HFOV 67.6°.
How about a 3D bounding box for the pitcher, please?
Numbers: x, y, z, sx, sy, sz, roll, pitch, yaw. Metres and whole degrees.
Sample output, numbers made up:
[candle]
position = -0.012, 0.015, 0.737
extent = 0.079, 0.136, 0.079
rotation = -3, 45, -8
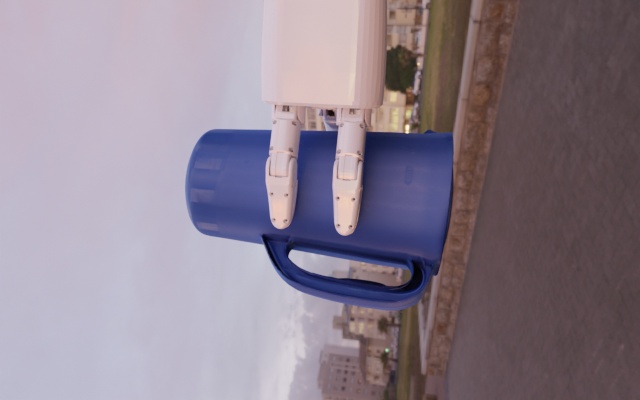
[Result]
[pitcher]
position = 0.000, 0.001, 0.455
extent = 0.243, 0.145, 0.149
rotation = 5, 15, 10
